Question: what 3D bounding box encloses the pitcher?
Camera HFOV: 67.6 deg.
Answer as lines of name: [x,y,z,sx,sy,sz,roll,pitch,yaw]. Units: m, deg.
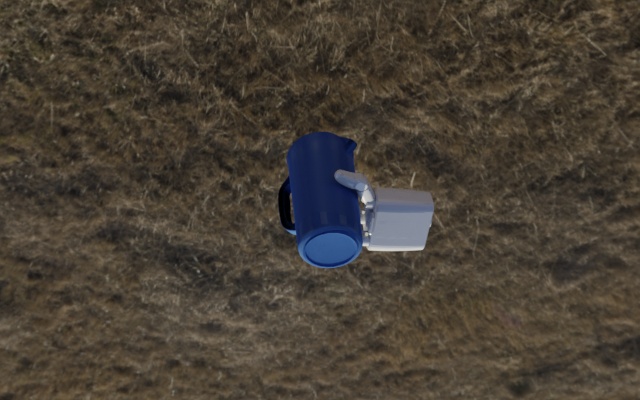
pitcher: [0.000,0.003,0.865,0.145,0.149,0.242,3,44,-8]
